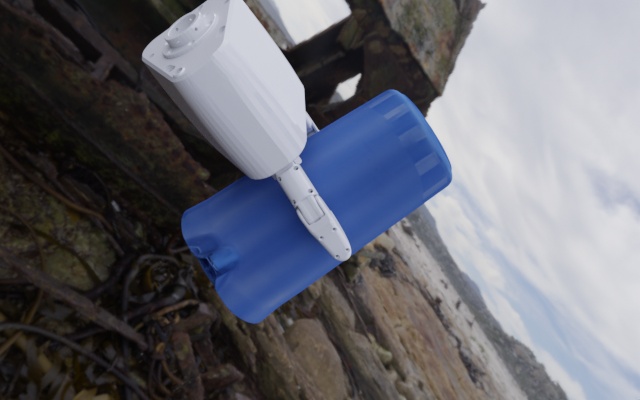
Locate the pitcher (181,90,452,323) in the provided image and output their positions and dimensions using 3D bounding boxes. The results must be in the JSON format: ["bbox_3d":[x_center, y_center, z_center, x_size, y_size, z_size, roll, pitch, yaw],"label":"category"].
[{"bbox_3d":[0.000,0.001,0.477,0.243,0.145,0.149,-33,40,6],"label":"pitcher"}]
